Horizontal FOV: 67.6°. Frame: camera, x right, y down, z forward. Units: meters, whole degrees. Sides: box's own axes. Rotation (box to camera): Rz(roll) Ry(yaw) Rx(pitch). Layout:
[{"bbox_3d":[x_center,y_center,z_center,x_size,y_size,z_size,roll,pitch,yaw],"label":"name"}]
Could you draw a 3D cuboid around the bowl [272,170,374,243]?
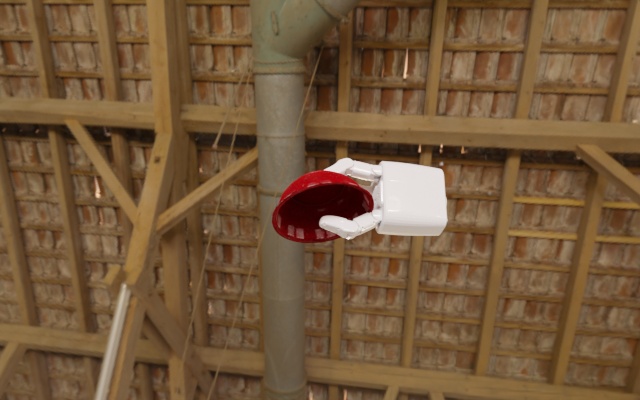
[{"bbox_3d":[-0.001,0.002,0.752,0.162,0.055,0.162,-9,-35,-6],"label":"bowl"}]
